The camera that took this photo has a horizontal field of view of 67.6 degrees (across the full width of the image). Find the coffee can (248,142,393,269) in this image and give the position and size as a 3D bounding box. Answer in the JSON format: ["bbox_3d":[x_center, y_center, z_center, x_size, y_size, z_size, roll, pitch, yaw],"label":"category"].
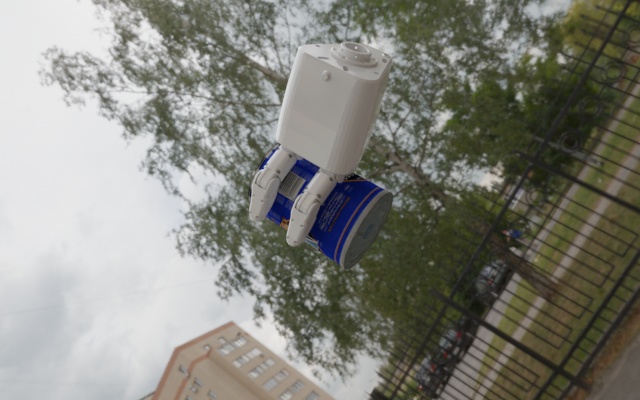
[{"bbox_3d":[0.000,0.002,0.569,0.140,0.103,0.103,31,11,19],"label":"coffee can"}]
